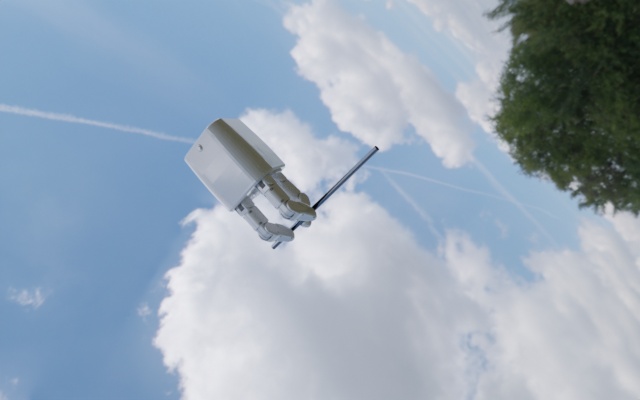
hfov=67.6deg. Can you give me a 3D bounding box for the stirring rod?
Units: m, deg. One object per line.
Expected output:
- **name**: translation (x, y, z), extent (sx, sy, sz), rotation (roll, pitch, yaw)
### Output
- **stirring rod**: translation (0.000, 0.002, 0.692), extent (0.011, 0.011, 0.240), rotation (0, -37, -51)
